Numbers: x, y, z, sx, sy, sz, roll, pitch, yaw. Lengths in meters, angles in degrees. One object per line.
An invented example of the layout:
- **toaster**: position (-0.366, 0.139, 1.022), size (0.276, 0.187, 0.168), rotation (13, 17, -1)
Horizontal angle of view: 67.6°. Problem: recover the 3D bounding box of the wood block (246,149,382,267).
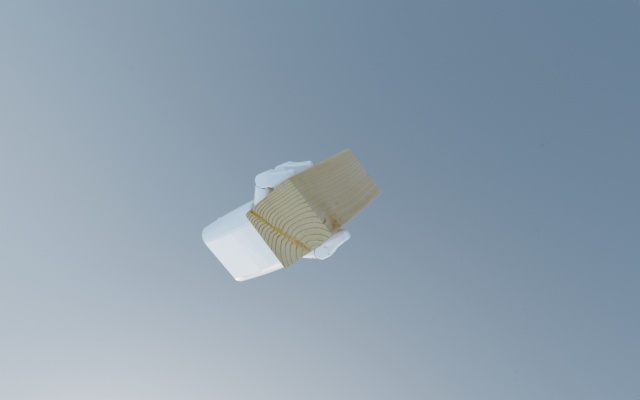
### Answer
- **wood block**: position (0.000, 0.003, 0.685), size (0.090, 0.091, 0.206), rotation (-38, -2, 29)
